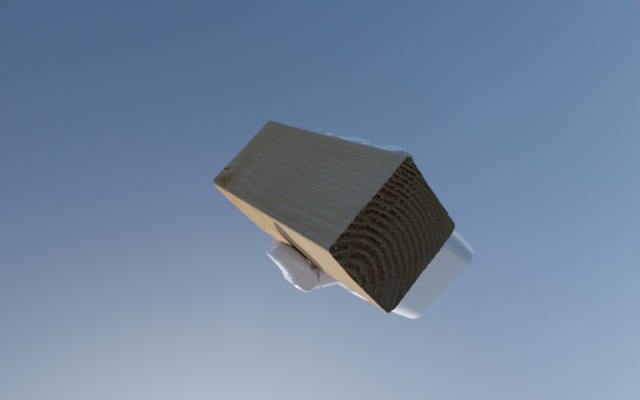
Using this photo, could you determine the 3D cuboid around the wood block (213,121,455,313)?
[{"bbox_3d":[0.000,0.002,0.425,0.206,0.091,0.090,24,-20,53],"label":"wood block"}]
